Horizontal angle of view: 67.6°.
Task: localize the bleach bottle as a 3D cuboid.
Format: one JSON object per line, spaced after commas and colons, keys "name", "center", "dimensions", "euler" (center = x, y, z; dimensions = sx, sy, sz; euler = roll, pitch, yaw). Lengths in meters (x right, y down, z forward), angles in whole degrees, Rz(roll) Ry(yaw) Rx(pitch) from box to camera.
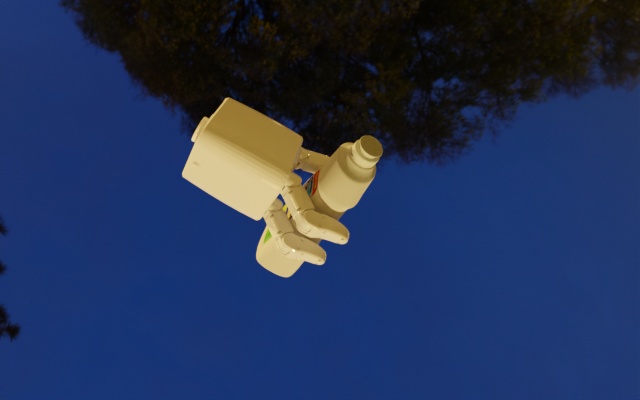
{"name": "bleach bottle", "center": [0.000, 0.002, 0.594], "dimensions": [0.068, 0.102, 0.251], "euler": [31, -42, -9]}
